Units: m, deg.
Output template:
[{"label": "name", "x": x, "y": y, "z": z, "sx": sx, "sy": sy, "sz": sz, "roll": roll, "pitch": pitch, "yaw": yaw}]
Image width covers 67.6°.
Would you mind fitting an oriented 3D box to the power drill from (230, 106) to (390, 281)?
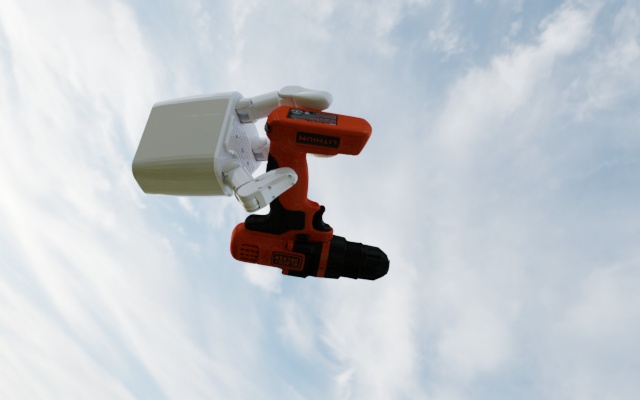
[{"label": "power drill", "x": 0.000, "y": 0.001, "z": 0.516, "sx": 0.184, "sy": 0.188, "sz": 0.057, "roll": 9, "pitch": 25, "yaw": -4}]
